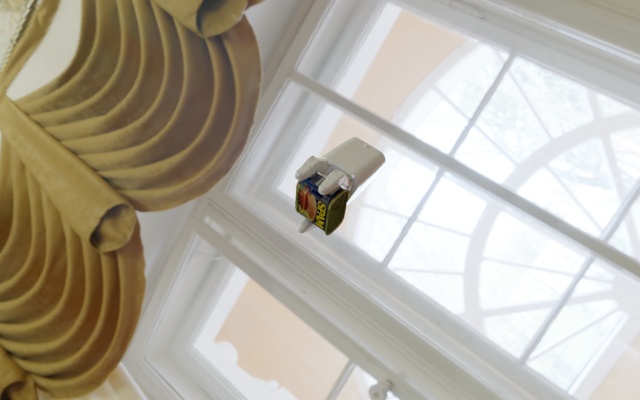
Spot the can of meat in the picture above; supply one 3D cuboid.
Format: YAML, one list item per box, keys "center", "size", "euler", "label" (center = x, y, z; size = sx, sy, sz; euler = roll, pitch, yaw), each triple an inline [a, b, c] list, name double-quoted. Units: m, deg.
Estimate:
- center: [0.000, 0.003, 0.899]
  size: [0.084, 0.102, 0.057]
  euler: [35, 54, 22]
  label: "can of meat"
